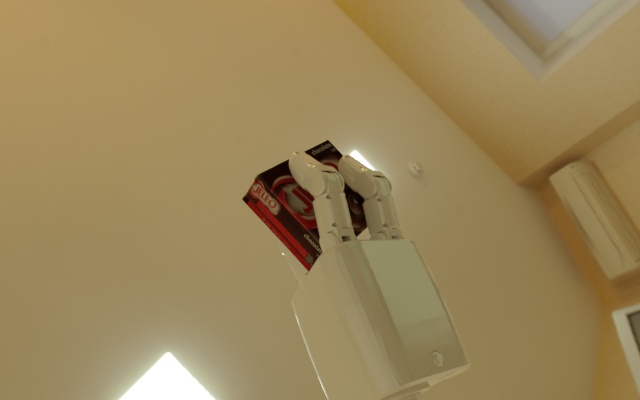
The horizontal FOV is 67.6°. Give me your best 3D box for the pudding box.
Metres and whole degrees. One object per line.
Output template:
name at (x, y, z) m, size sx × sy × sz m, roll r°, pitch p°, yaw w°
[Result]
pudding box at (0.000, 0.002, 0.426) m, size 0.039 × 0.090 × 0.113 m, roll -48°, pitch -9°, yaw 37°
